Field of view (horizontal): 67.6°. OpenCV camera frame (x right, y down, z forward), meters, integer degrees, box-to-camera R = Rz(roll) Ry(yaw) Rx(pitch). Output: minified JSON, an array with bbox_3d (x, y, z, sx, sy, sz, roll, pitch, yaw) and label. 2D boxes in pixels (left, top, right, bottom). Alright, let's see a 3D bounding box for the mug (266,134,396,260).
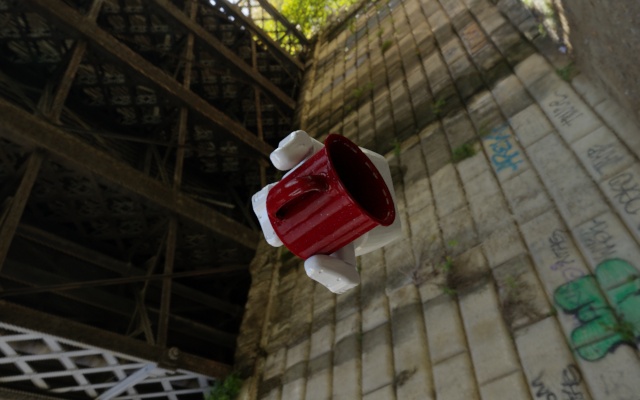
[{"bbox_3d":[-0.001,0.001,0.413,0.081,0.093,0.117,-35,-19,26],"label":"mug"}]
